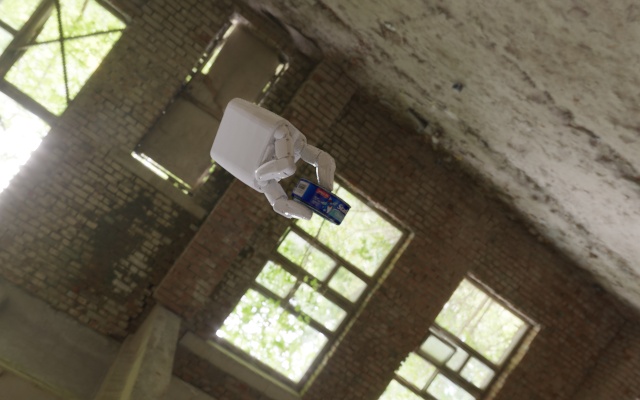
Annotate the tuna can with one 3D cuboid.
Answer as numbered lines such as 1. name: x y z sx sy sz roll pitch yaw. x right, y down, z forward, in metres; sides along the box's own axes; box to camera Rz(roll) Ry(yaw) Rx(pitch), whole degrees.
1. tuna can: 0.000 0.003 0.694 0.086 0.034 0.086 31 -5 3
